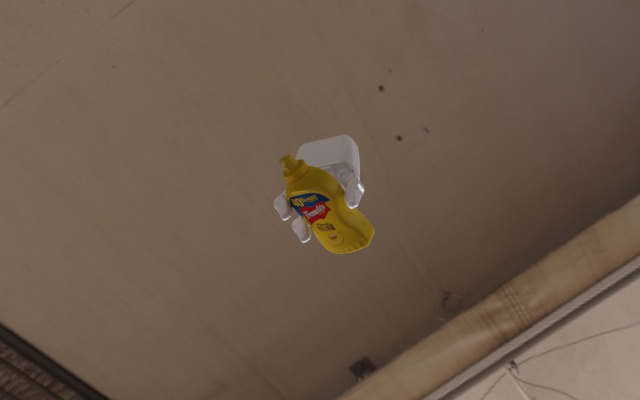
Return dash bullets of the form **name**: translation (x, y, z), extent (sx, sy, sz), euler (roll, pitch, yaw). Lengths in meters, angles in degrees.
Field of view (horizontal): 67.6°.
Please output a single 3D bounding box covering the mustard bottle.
- **mustard bottle**: translation (0.000, 0.003, 0.763), extent (0.096, 0.192, 0.058), euler (-11, 37, 43)
